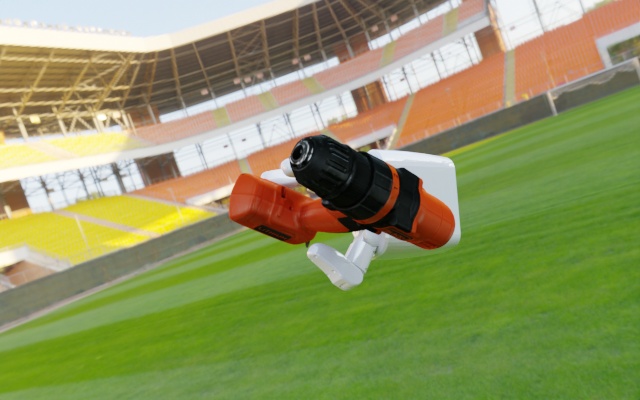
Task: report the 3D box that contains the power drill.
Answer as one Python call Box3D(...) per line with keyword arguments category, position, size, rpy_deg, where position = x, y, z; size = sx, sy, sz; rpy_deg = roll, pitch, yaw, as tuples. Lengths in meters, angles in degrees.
Box3D(category="power drill", position=(0.000, 0.001, 0.430), size=(0.187, 0.057, 0.184), rpy_deg=(-2, -22, 46))
